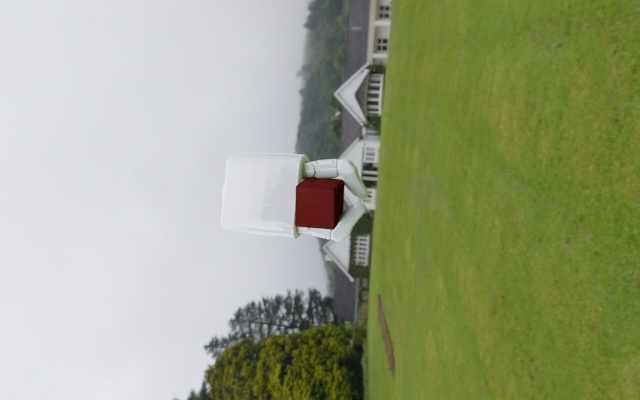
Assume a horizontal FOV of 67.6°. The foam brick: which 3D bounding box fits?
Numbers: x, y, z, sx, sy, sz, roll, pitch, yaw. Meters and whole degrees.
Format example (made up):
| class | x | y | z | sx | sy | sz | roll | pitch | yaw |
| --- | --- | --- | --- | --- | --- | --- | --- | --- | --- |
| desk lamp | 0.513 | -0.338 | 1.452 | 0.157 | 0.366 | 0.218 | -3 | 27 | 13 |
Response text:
| class | x | y | z | sx | sy | sz | roll | pitch | yaw |
| --- | --- | --- | --- | --- | --- | --- | --- | --- | --- |
| foam brick | 0.000 | 0.002 | 0.616 | 0.051 | 0.053 | 0.078 | 5 | 12 | 10 |
